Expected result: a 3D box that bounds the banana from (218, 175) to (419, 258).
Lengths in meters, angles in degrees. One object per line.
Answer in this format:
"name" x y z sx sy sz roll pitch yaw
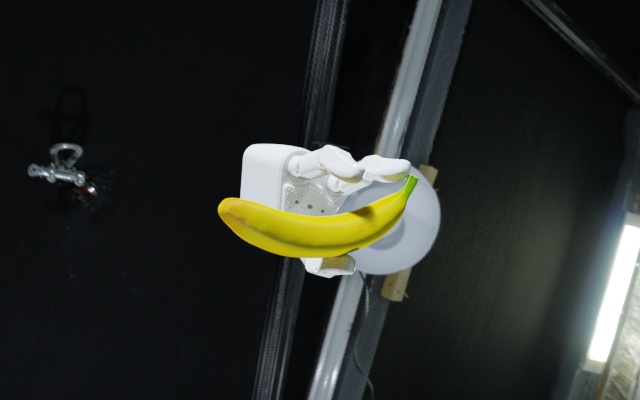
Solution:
"banana" 0.004 0.019 0.430 0.198 0.070 0.037 -9 14 -30
